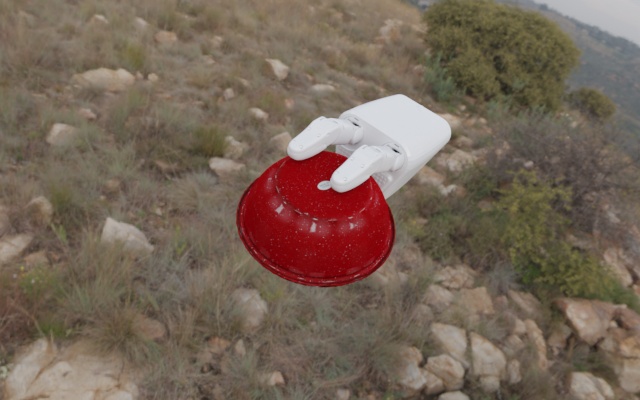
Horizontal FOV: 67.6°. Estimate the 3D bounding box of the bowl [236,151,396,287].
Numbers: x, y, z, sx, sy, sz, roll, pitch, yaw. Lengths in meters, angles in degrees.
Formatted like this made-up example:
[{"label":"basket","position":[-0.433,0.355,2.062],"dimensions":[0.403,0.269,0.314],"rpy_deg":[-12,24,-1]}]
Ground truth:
[{"label":"bowl","position":[0.000,0.002,0.462],"dimensions":[0.162,0.162,0.055],"rpy_deg":[0,-42,-11]}]
